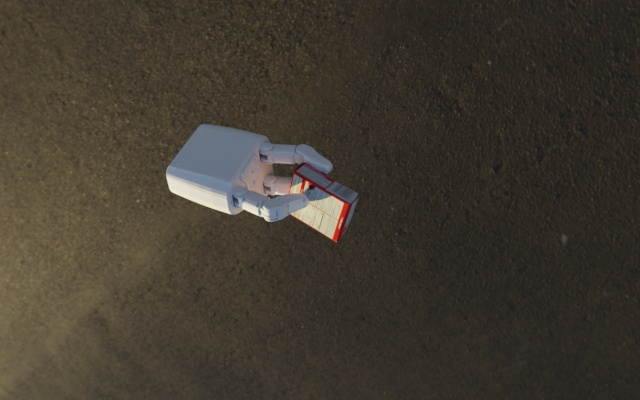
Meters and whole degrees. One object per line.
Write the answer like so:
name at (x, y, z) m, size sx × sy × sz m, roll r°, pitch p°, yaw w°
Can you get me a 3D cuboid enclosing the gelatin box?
gelatin box at (0.000, 0.002, 0.627) m, size 0.089 × 0.073 × 0.030 m, roll 31°, pitch 44°, yaw 16°
